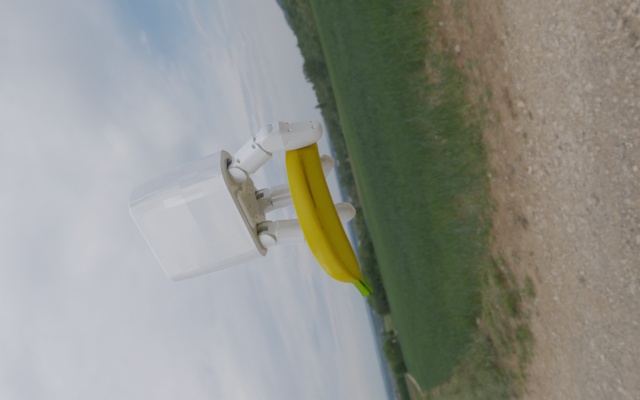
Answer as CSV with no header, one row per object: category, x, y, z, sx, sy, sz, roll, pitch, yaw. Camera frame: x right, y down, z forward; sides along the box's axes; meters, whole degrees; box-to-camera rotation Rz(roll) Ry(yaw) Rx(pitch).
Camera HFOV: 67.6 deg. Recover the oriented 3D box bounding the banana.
banana,-0.005,-0.002,0.458,0.037,0.197,0.070,-23,-26,9
